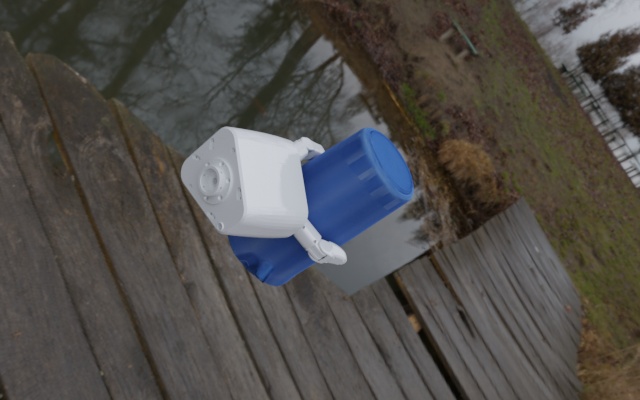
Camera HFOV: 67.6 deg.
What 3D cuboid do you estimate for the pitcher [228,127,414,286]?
[{"bbox_3d":[0.000,0.002,0.654,0.243,0.149,0.145,-33,-21,27],"label":"pitcher"}]
